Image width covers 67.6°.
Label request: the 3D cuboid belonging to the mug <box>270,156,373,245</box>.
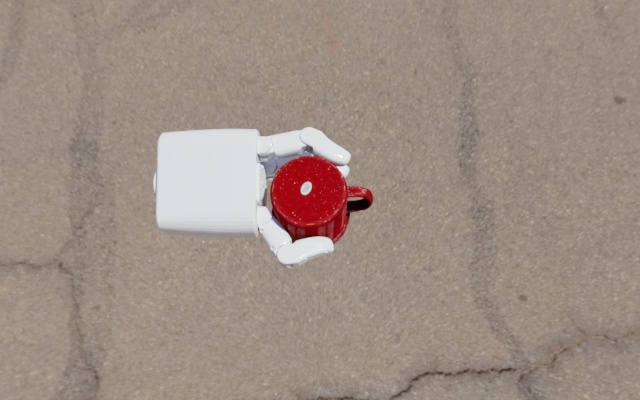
[{"bbox_3d":[0.002,0.002,0.529,0.117,0.093,0.081,-2,-19,0],"label":"mug"}]
